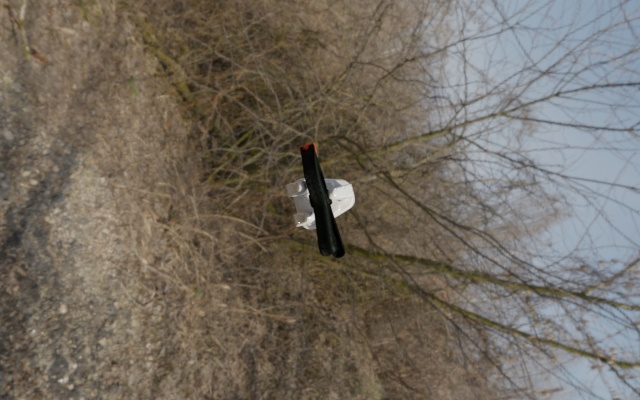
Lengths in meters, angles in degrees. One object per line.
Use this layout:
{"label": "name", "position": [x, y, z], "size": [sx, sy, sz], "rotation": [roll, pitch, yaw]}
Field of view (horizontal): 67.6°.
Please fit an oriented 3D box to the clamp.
{"label": "clamp", "position": [0.001, 0.002, 0.813], "size": [0.036, 0.210, 0.164], "rotation": [-15, -3, 6]}
